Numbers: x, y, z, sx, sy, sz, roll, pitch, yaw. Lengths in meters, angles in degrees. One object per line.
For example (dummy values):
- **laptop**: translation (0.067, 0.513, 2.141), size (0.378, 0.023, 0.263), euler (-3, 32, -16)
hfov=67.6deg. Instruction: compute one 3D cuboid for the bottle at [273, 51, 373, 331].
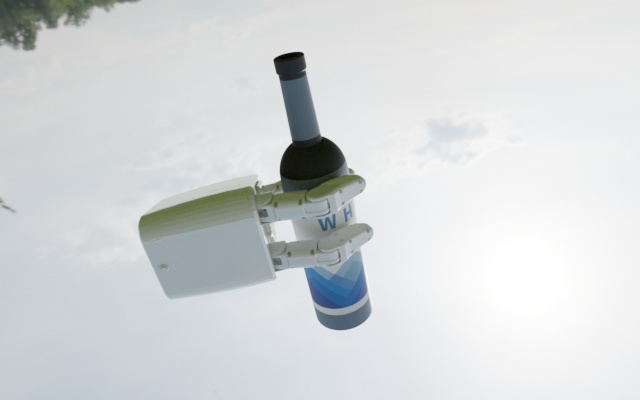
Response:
- **bottle**: translation (0.000, 0.002, 0.480), size (0.069, 0.296, 0.069), euler (-9, 30, 5)
